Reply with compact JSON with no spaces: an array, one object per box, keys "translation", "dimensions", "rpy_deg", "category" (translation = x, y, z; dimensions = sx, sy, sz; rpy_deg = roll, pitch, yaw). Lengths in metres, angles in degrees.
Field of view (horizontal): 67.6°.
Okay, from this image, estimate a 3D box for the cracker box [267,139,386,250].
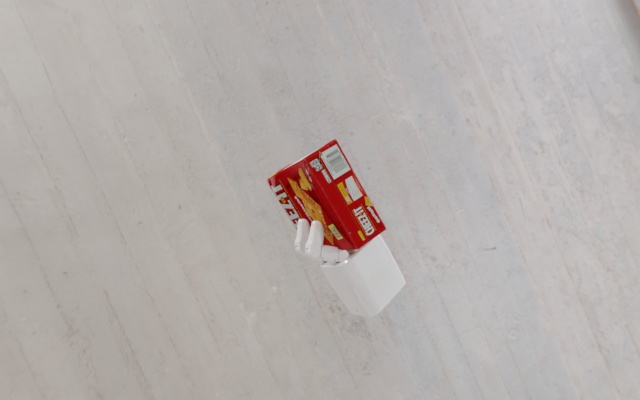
[{"translation":[0.000,0.003,0.819],"dimensions":[0.072,0.164,0.214],"rpy_deg":[-33,6,-22],"category":"cracker box"}]
